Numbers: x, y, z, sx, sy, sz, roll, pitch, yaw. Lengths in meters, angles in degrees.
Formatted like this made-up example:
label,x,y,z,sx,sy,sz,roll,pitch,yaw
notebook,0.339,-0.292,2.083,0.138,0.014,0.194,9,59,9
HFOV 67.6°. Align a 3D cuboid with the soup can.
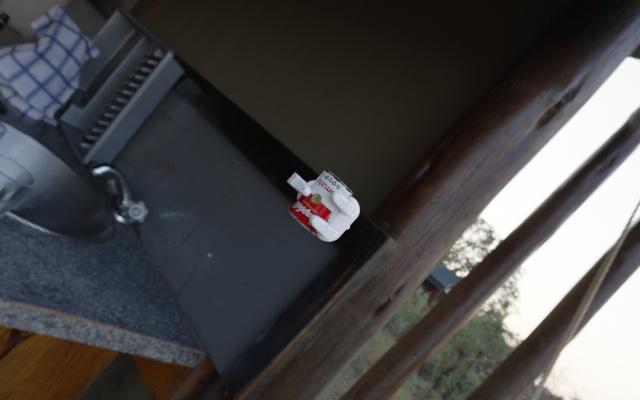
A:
label,x,y,z,sx,sy,sz,roll,pitch,yaw
soup can,0.000,0.002,0.856,0.068,0.102,0.068,42,1,-1
